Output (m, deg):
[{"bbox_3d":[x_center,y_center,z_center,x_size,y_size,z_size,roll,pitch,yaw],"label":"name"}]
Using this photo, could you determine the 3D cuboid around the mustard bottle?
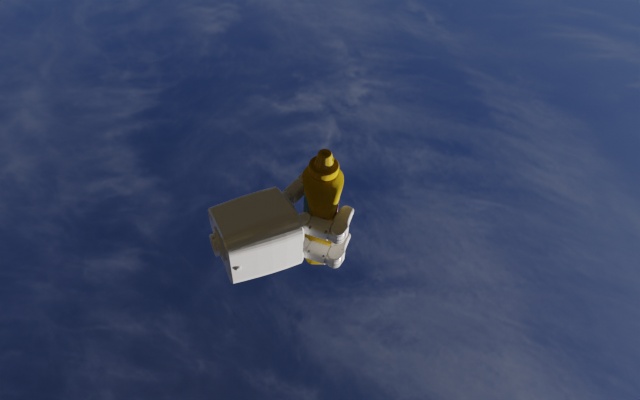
[{"bbox_3d":[0.000,0.002,0.694,0.058,0.096,0.192,2,-43,-2],"label":"mustard bottle"}]
